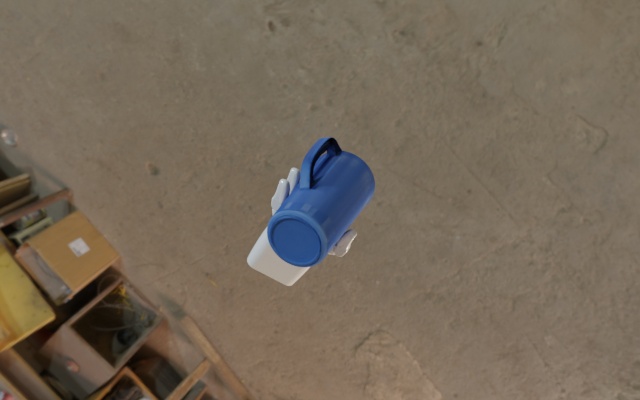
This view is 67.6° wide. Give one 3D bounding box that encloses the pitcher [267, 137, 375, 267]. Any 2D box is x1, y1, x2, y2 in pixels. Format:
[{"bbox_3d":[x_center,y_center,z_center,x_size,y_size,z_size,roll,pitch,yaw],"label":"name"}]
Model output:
[{"bbox_3d":[0.000,0.003,0.854,0.149,0.145,0.242,39,34,1],"label":"pitcher"}]
